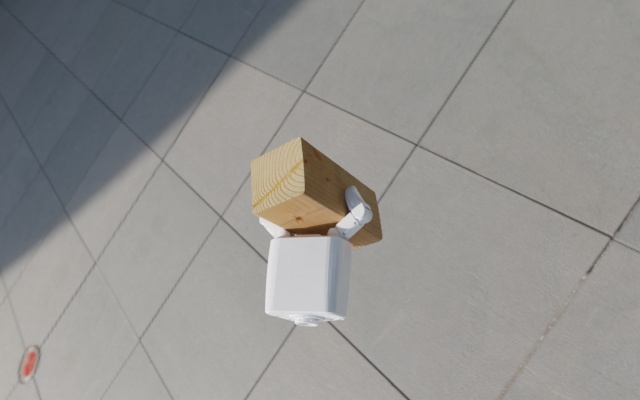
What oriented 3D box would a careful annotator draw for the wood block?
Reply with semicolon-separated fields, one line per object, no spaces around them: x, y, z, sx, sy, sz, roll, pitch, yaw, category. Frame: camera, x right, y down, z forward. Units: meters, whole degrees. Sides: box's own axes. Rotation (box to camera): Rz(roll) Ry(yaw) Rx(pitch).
0.000;0.003;0.712;0.091;0.090;0.206;-22;-32;28;wood block
